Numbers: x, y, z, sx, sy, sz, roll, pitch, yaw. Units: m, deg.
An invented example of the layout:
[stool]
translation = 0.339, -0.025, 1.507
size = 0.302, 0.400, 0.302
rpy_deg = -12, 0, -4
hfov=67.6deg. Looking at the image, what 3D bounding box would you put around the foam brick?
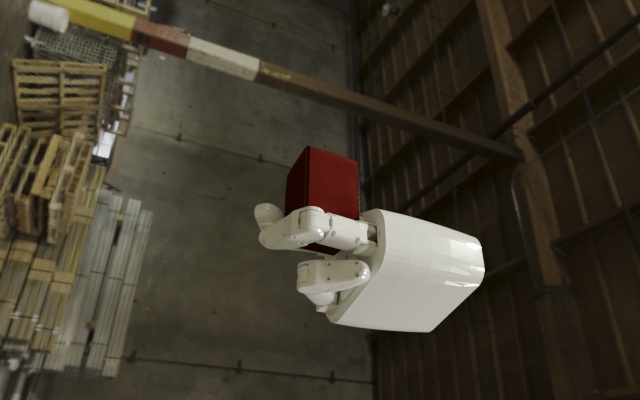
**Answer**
[foam brick]
translation = 0.000, 0.001, 0.430
size = 0.051, 0.078, 0.053
rpy_deg = 13, -32, -20
